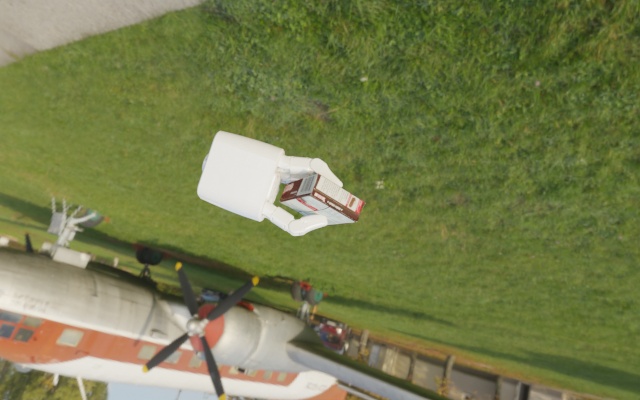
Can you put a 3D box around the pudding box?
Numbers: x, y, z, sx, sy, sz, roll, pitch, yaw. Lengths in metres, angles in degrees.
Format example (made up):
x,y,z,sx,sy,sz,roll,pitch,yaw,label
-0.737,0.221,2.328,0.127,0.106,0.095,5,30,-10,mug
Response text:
x,y,z,sx,sy,sz,roll,pitch,yaw,label
0.000,0.003,0.734,0.090,0.039,0.113,30,-17,-23,pudding box
